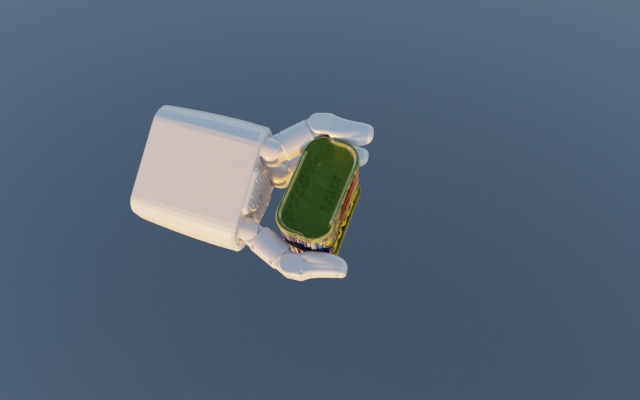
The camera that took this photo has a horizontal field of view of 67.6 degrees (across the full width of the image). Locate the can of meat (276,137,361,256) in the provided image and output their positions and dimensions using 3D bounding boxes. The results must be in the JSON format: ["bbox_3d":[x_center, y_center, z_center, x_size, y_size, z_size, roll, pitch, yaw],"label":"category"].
[{"bbox_3d":[0.000,0.001,0.449,0.057,0.102,0.084,19,-17,10],"label":"can of meat"}]
